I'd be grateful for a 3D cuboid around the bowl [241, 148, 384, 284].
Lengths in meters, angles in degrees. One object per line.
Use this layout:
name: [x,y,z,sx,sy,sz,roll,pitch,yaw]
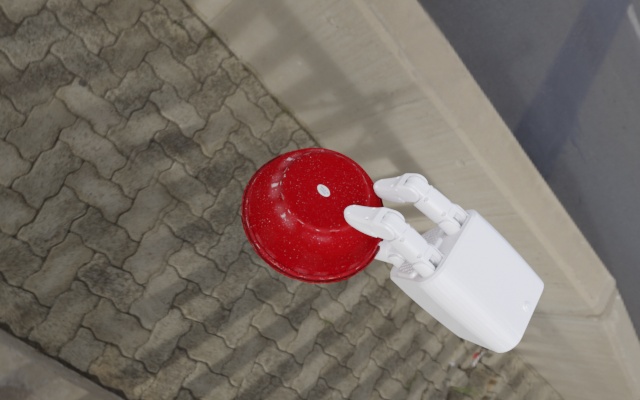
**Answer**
bowl: [-0.001,0.001,0.499,0.162,0.162,0.055,0,-27,-13]
